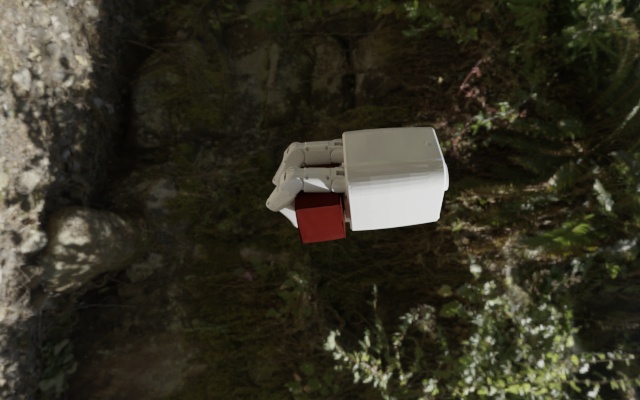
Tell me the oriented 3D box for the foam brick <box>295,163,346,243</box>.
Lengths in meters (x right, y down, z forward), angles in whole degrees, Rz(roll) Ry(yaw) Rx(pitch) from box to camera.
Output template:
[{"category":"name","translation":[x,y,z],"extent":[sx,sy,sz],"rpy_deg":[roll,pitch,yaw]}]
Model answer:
[{"category":"foam brick","translation":[0.000,0.002,0.547],"extent":[0.051,0.053,0.078],"rpy_deg":[-5,41,4]}]
